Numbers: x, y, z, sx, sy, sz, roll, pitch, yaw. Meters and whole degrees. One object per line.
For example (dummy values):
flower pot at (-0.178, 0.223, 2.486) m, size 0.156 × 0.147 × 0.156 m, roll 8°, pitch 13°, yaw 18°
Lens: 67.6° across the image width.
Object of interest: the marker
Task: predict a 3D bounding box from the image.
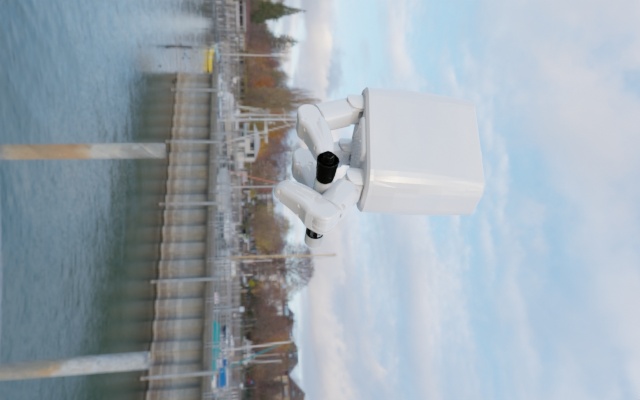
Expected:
marker at (0.000, 0.001, 0.431) m, size 0.020 × 0.020 × 0.121 m, roll 0°, pitch -40°, yaw -9°
